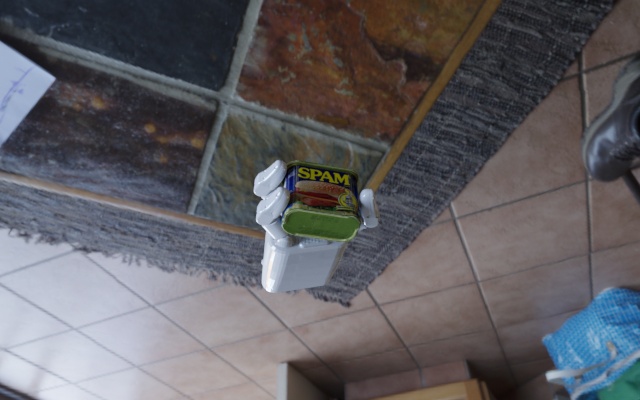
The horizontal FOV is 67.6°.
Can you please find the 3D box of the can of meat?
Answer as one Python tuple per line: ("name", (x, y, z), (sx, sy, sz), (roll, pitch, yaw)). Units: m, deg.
("can of meat", (0.000, 0.002, 0.614), (0.102, 0.083, 0.057), (9, -44, -11))
